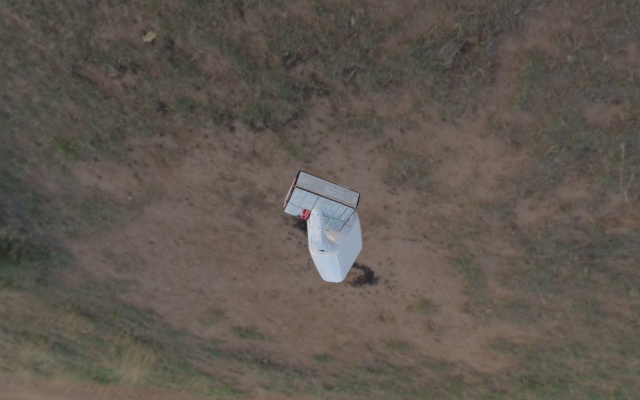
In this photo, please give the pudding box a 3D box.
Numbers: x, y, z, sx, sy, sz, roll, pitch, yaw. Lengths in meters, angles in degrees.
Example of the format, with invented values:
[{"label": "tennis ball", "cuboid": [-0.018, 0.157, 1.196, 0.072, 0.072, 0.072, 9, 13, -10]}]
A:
[{"label": "pudding box", "cuboid": [0.000, 0.003, 0.814, 0.113, 0.039, 0.090, 19, -34, -8]}]
